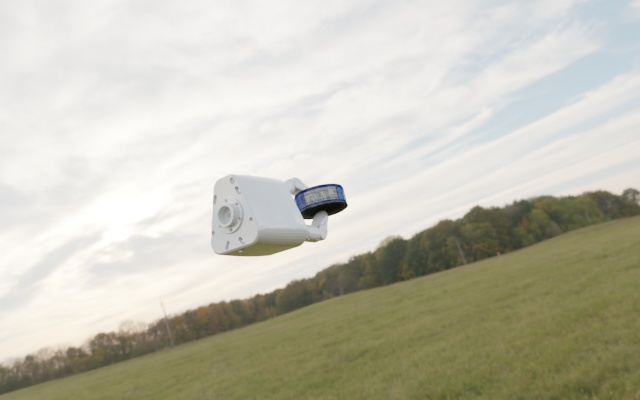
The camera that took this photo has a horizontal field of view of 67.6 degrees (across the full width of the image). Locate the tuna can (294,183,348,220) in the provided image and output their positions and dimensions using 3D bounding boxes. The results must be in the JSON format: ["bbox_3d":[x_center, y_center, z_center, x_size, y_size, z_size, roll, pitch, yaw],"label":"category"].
[{"bbox_3d":[0.000,0.002,0.785,0.086,0.033,0.086,-12,-16,-4],"label":"tuna can"}]
